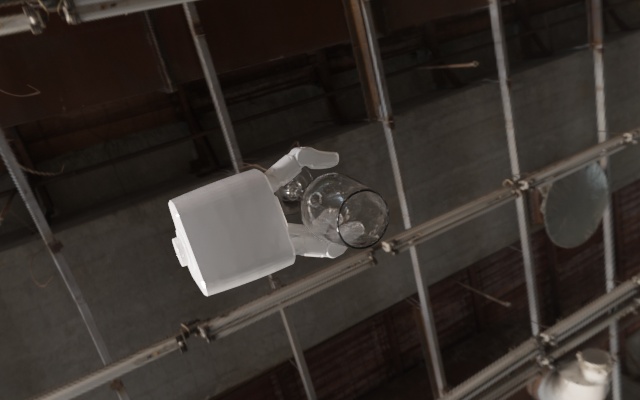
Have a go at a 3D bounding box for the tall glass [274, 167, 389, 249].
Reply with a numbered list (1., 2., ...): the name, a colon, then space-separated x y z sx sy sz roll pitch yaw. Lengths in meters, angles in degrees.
1. tall glass: 0.000 0.002 0.565 0.079 0.079 0.201 0 10 -27
